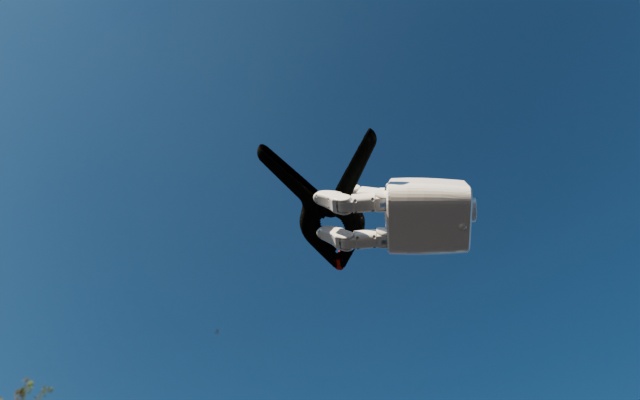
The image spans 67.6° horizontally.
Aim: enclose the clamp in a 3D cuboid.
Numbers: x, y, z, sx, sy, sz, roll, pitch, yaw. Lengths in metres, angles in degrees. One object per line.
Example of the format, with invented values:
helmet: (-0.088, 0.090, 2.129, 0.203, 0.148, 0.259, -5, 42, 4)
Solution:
clamp: (0.001, 0.002, 0.676, 0.164, 0.210, 0.036, 0, 25, 12)
